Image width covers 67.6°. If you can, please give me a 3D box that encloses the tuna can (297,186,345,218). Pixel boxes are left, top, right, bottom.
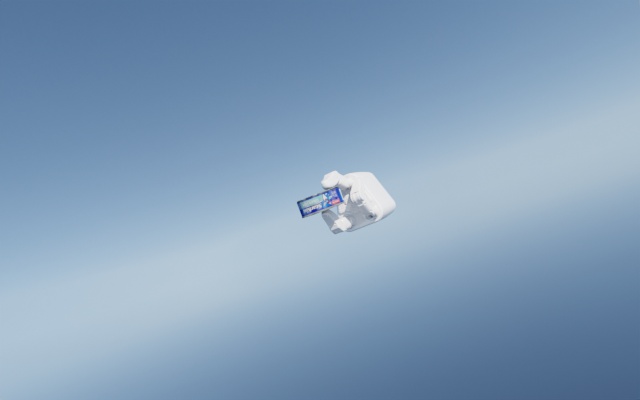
[{"bbox_3d":[0.000,0.002,0.885,0.086,0.034,0.086,-20,0,0],"label":"tuna can"}]
